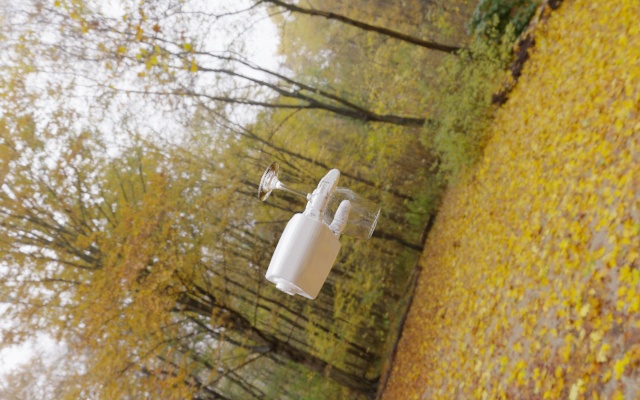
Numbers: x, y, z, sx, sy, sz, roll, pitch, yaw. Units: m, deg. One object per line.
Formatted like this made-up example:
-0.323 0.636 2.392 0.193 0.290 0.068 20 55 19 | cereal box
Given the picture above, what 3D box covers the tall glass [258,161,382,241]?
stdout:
0.000 0.002 0.811 0.201 0.079 0.079 21 4 10 | tall glass
